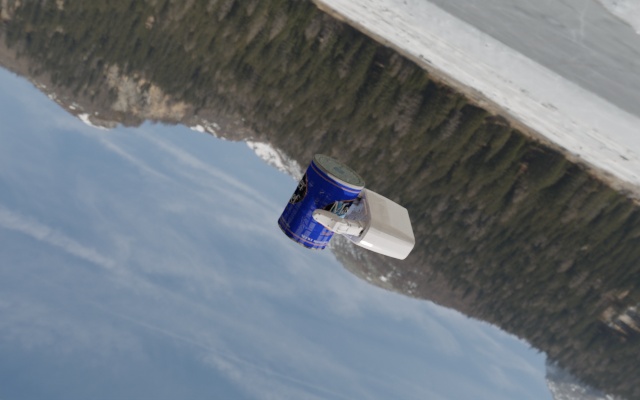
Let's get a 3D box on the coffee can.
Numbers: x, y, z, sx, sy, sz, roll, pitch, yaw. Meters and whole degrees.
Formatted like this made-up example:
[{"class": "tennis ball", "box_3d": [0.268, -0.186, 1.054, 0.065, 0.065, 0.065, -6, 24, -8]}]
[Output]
[{"class": "coffee can", "box_3d": [0.000, 0.003, 0.853, 0.103, 0.140, 0.102, 27, 19, -10]}]
